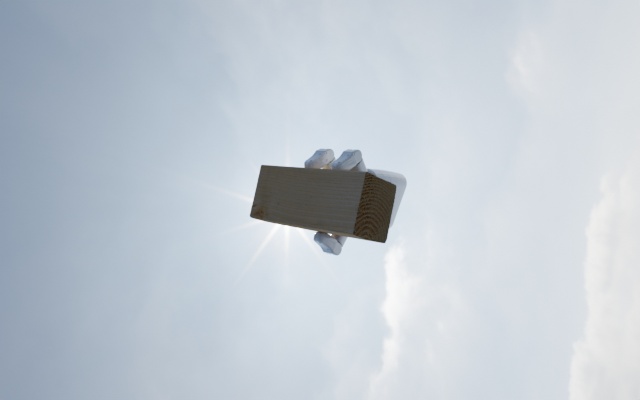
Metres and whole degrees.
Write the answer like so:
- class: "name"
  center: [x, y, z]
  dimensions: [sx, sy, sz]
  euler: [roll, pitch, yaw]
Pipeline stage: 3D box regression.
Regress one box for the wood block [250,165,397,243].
- class: "wood block"
  center: [0.000, 0.003, 0.737]
  dimensions: [0.206, 0.091, 0.090]
  euler: [7, -7, 39]
